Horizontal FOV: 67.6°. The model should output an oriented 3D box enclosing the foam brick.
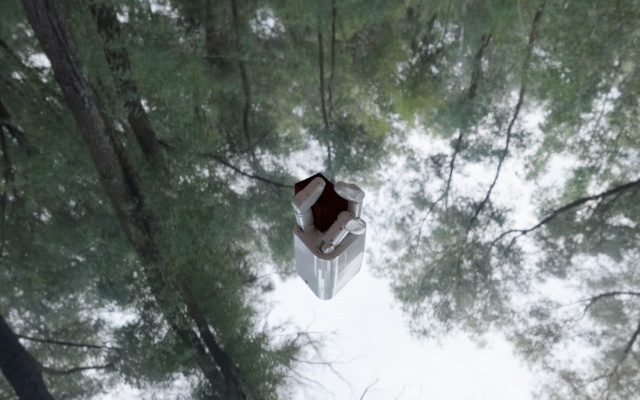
[{"bbox_3d":[0.000,0.002,0.762,0.053,0.051,0.078,-24,46,-25],"label":"foam brick"}]
